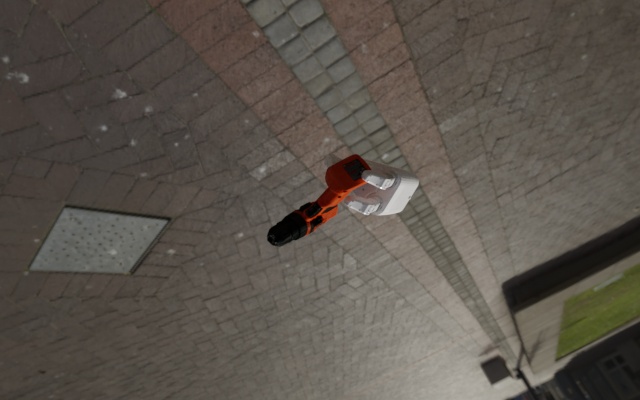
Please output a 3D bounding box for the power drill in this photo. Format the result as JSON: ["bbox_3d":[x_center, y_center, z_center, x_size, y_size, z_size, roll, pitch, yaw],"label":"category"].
[{"bbox_3d":[0.001,0.003,0.870,0.184,0.057,0.188,-31,-10,-46],"label":"power drill"}]
